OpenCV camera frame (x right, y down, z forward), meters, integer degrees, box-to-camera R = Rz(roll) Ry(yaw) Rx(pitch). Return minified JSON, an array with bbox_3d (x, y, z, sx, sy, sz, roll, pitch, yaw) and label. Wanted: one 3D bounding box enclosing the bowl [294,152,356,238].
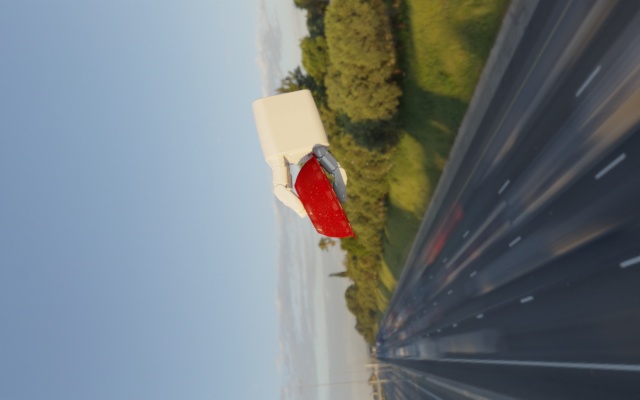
[{"bbox_3d":[0.000,0.004,0.797,0.055,0.162,0.162,-27,0,0],"label":"bowl"}]
